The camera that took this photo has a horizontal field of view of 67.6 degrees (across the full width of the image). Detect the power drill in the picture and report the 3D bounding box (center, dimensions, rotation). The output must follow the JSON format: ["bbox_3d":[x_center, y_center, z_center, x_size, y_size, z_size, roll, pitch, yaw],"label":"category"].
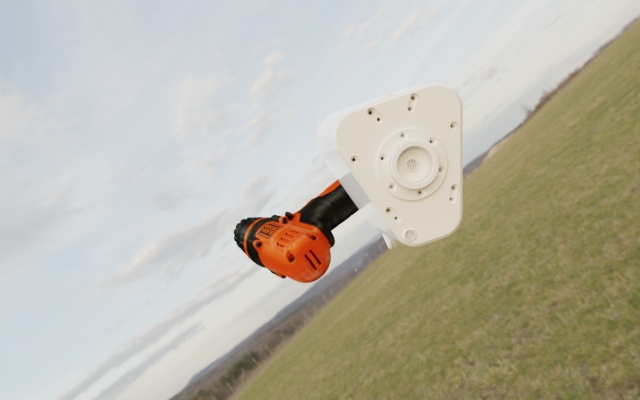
[{"bbox_3d":[0.000,0.001,0.506,0.187,0.057,0.184,-44,23,-17],"label":"power drill"}]
